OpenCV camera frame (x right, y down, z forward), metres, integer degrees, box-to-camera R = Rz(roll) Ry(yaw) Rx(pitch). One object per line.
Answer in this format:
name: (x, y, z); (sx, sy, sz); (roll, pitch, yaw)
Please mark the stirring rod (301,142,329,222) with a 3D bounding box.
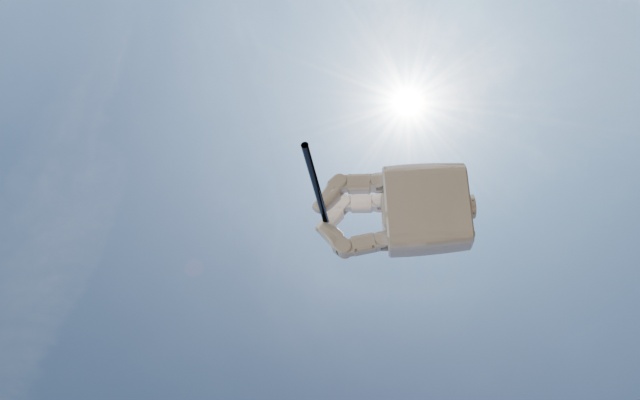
stirring rod: (0.000, 0.002, 0.582); (0.011, 0.011, 0.240); (0, -29, 9)
